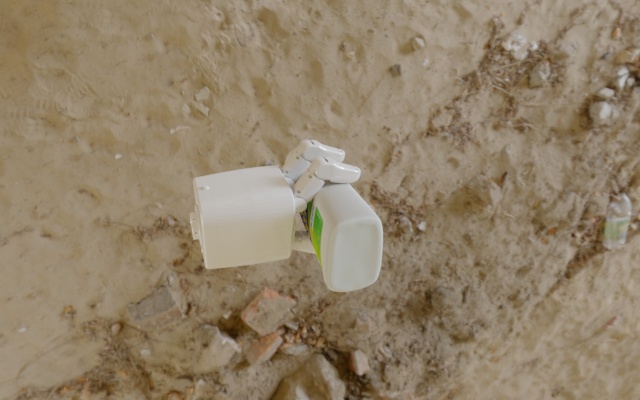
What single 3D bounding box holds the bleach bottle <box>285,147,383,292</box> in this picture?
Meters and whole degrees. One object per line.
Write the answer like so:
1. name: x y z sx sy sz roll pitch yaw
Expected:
1. bleach bottle: 0.000 0.002 0.623 0.068 0.103 0.250 -8 30 -16
